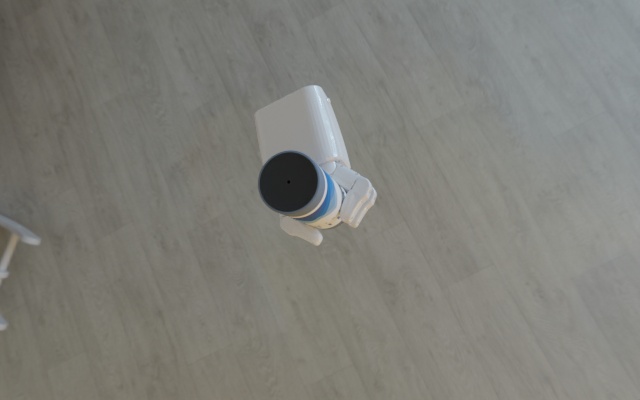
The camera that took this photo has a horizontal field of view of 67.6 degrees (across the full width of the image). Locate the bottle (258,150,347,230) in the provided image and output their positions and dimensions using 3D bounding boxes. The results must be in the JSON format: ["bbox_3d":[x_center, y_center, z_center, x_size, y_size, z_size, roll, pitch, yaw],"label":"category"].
[{"bbox_3d":[0.000,0.002,0.626,0.069,0.069,0.296,0,-8,13],"label":"bottle"}]
